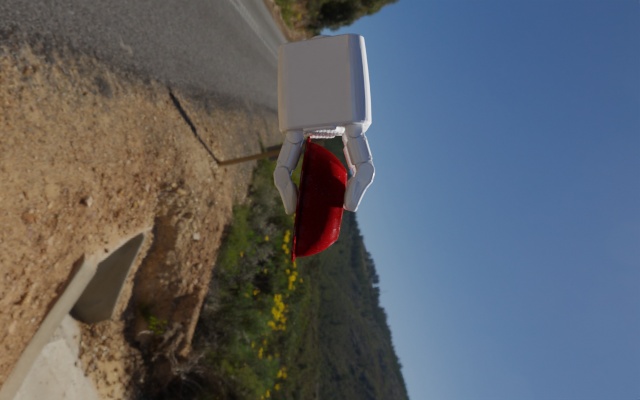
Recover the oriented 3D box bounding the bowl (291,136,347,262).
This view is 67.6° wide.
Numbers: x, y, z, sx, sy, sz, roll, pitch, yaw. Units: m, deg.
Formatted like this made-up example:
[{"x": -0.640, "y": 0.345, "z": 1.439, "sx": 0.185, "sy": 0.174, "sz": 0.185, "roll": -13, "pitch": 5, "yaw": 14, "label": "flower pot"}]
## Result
[{"x": 0.000, "y": 0.003, "z": 0.609, "sx": 0.055, "sy": 0.162, "sz": 0.162, "roll": 8, "pitch": 0, "yaw": 0, "label": "bowl"}]
